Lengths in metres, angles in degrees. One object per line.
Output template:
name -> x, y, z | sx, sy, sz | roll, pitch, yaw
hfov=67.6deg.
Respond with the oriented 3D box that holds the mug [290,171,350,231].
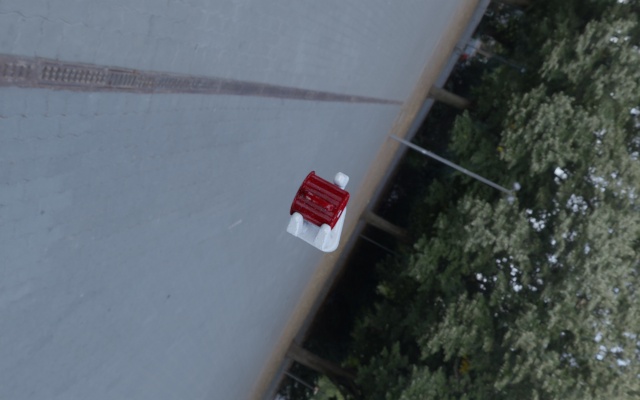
mug -> 0.000, 0.003, 0.865 | 0.081, 0.093, 0.117 | 28, -3, 8
